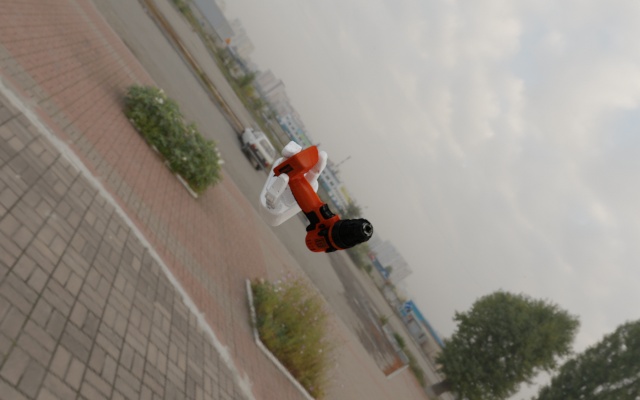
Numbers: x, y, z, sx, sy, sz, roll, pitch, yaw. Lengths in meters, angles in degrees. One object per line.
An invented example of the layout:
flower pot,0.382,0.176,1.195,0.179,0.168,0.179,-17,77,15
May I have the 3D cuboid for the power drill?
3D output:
power drill,0.000,0.002,0.837,0.057,0.187,0.184,-28,4,-34
